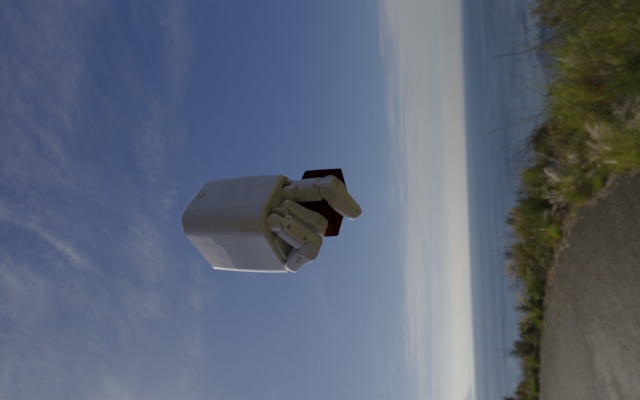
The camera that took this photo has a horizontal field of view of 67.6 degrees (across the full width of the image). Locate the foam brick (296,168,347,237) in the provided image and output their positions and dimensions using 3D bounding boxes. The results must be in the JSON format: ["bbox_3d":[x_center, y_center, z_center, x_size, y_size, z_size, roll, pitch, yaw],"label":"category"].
[{"bbox_3d":[0.000,0.002,0.600,0.051,0.053,0.078,-3,34,18],"label":"foam brick"}]
